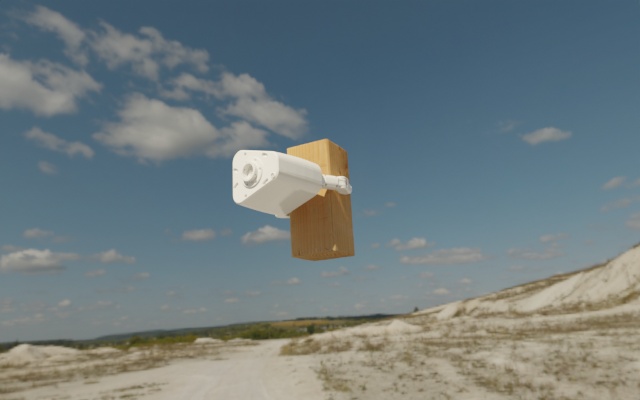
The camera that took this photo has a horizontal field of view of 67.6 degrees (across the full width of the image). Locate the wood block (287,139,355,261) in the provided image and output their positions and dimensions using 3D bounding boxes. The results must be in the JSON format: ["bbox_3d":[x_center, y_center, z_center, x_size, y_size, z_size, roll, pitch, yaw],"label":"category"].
[{"bbox_3d":[0.000,0.003,0.893,0.091,0.206,0.090,-11,-16,27],"label":"wood block"}]
